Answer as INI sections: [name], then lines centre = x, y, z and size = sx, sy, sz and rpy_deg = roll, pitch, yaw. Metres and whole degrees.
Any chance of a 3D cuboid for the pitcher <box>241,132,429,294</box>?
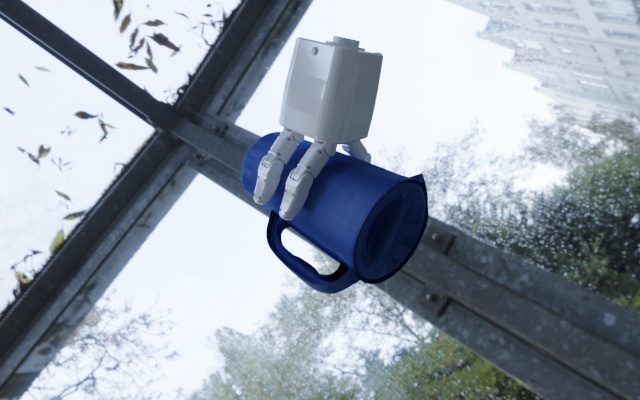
[pitcher]
centre = 0.000, 0.002, 0.613
size = 0.149, 0.145, 0.242
rpy_deg = -9, 28, -44
